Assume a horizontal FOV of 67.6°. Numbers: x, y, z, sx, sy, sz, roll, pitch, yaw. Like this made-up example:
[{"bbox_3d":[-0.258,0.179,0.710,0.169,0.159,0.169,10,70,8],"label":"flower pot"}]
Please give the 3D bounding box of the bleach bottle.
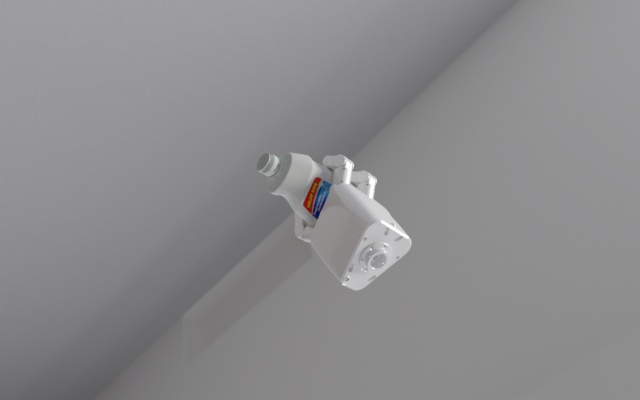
[{"bbox_3d":[0.000,0.002,0.754,0.251,0.102,0.068,30,13,-36],"label":"bleach bottle"}]
